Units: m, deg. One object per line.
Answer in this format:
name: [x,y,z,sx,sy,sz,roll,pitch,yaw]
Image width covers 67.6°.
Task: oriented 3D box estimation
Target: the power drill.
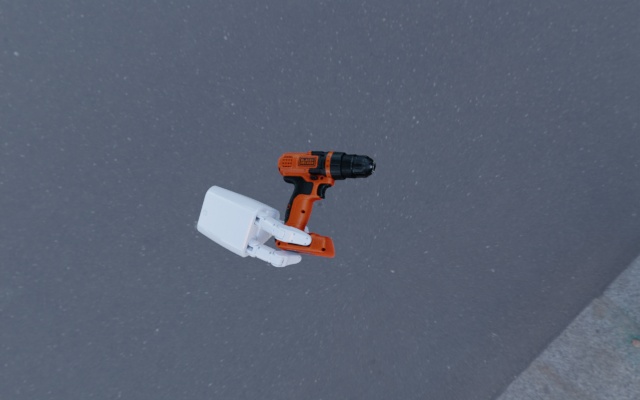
power drill: [0.000,0.003,0.847,0.184,0.187,0.057,3,-14,25]
